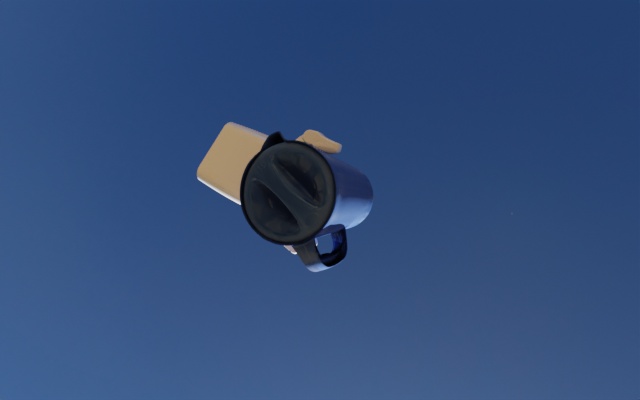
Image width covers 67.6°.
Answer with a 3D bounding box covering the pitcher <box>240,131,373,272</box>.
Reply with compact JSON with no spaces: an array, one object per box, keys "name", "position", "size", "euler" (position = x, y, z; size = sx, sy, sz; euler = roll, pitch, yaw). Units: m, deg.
[{"name":"pitcher","position":[0.000,0.002,0.700],"size":[0.145,0.149,0.243],"euler":[26,8,20]}]
